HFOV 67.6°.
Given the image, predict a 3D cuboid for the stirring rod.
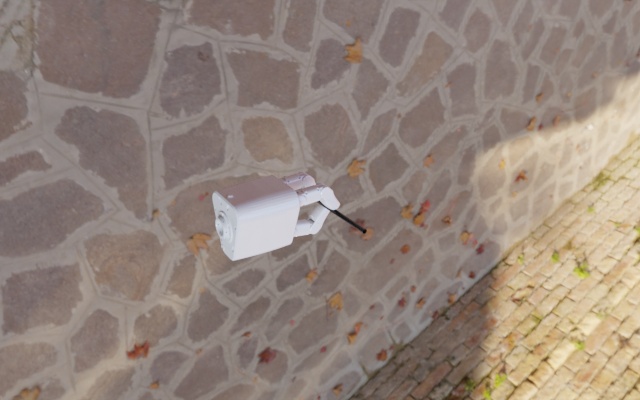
[{"bbox_3d":[0.000,0.003,0.831,0.011,0.011,0.239,0,22,-38],"label":"stirring rod"}]
